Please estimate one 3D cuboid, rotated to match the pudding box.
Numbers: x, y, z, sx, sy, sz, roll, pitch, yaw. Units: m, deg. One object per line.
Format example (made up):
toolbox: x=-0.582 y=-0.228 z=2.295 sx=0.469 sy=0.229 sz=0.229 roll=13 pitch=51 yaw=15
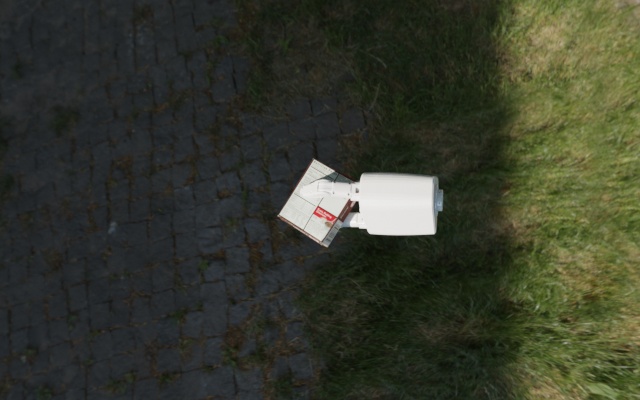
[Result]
pudding box: x=0.000 y=0.002 z=0.755 sx=0.090 sy=0.113 sz=0.039 roll=31 pitch=-5 yaw=21
